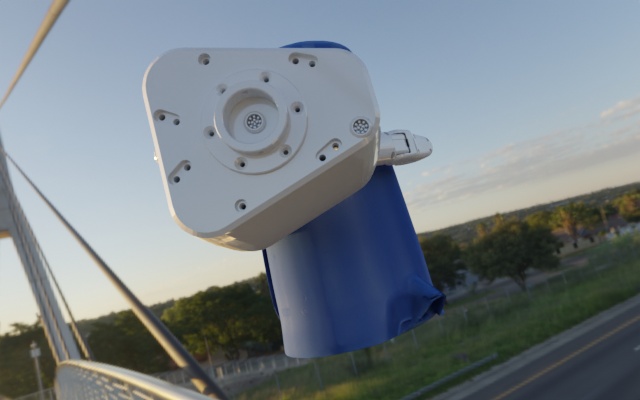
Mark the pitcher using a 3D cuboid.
[{"bbox_3d":[0.000,0.001,0.412,0.149,0.243,0.145,-15,-7,4],"label":"pitcher"}]
